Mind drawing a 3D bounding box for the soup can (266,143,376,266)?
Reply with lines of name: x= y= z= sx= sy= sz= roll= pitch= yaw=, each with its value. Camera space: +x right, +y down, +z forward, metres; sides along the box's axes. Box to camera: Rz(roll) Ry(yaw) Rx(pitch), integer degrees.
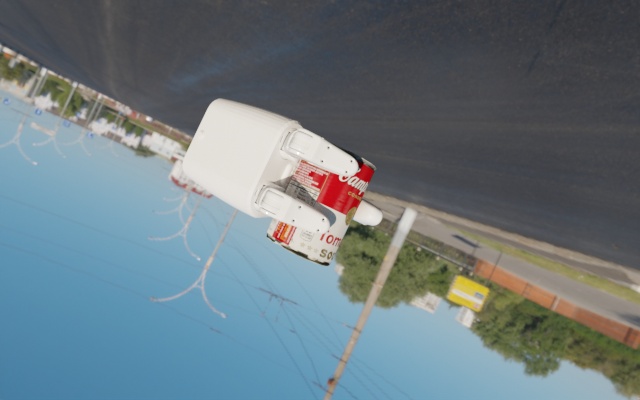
soup can: x=0.000 y=0.002 z=0.446 sx=0.068 sy=0.102 sz=0.068 roll=25 pitch=0 yaw=0
